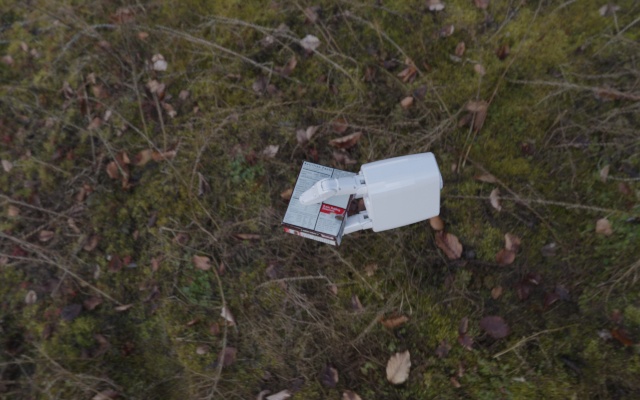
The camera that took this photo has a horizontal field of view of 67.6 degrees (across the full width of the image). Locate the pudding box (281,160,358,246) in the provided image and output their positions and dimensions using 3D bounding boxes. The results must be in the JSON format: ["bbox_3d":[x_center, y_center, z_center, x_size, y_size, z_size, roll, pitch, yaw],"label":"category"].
[{"bbox_3d":[0.000,0.002,0.724,0.090,0.113,0.039,14,-23,10],"label":"pudding box"}]
